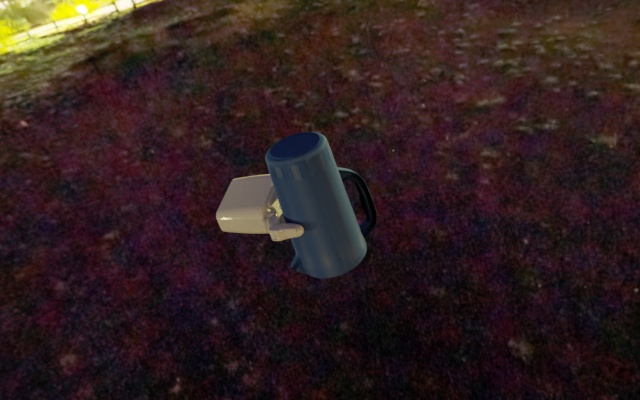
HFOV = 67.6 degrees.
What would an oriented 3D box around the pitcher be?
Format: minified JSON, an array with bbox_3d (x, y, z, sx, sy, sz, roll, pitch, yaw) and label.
[{"bbox_3d":[0.000,0.003,0.845,0.145,0.243,0.149,-2,34,25],"label":"pitcher"}]
